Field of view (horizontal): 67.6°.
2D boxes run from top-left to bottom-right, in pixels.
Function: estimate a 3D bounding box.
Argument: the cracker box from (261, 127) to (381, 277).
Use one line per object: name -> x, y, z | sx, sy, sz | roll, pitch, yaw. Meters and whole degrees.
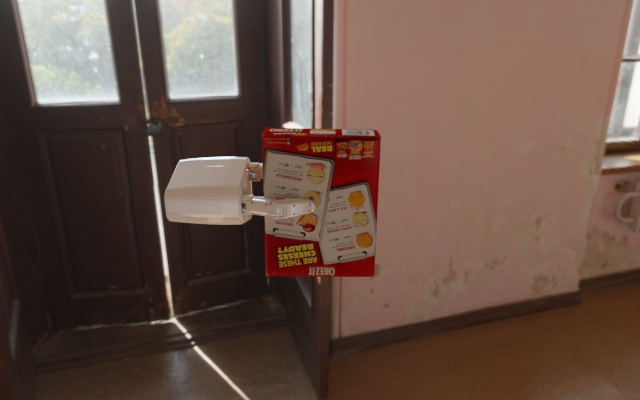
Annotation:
cracker box -> 0.000, 0.002, 0.702 | 0.164, 0.214, 0.072 | 0, 19, 1
